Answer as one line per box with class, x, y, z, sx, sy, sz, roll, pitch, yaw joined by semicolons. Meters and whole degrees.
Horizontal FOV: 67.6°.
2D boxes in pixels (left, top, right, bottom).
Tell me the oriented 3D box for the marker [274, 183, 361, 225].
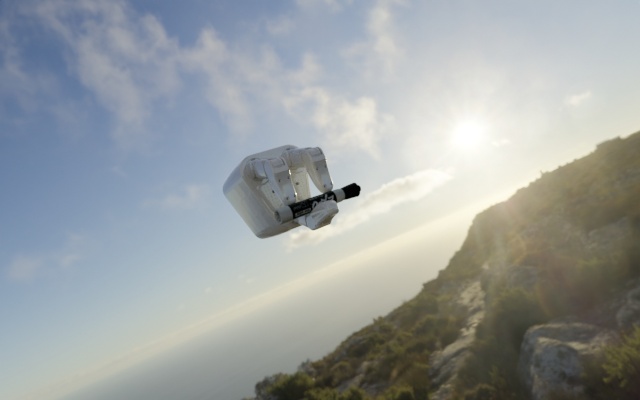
marker;0.000;0.002;0.582;0.121;0.020;0.020;-19;10;-30
